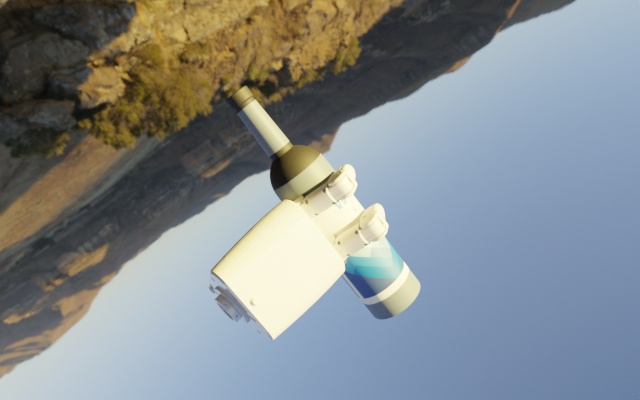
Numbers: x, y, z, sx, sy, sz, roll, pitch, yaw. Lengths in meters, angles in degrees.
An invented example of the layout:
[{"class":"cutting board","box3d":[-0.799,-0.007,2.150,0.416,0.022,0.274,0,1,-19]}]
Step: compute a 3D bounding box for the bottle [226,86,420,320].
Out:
[{"class":"bottle","box3d":[0.000,0.002,0.528,0.069,0.296,0.069,-36,12,9]}]
